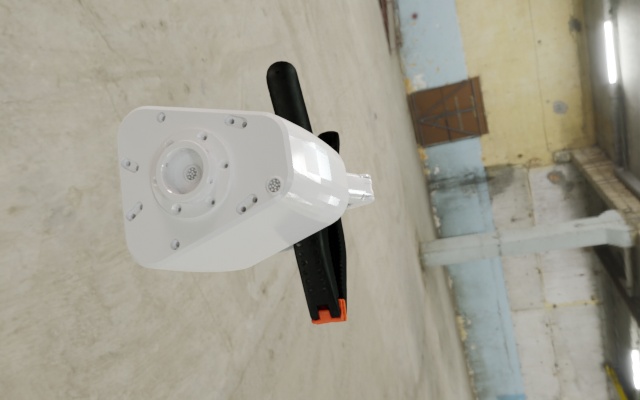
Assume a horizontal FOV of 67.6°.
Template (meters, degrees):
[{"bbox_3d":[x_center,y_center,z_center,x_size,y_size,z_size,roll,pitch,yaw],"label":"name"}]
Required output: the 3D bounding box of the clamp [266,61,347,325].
[{"bbox_3d":[0.001,0.002,0.432,0.036,0.210,0.164,-10,-9,15],"label":"clamp"}]
